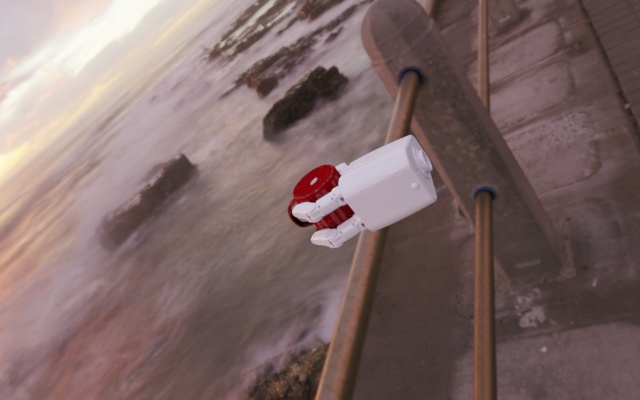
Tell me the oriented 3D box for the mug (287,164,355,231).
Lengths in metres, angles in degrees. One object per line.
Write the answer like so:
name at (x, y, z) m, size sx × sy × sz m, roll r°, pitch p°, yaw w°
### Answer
mug at (-0.001, 0.003, 0.760) m, size 0.117 × 0.081 × 0.093 m, roll -27°, pitch 28°, yaw 23°
